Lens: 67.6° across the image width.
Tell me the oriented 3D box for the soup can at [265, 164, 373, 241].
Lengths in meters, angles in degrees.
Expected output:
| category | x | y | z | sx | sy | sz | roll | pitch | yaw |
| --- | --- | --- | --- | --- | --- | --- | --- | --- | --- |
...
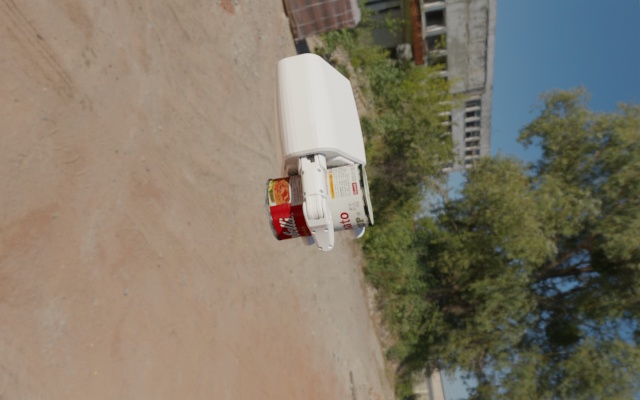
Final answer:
| category | x | y | z | sx | sy | sz | roll | pitch | yaw |
| --- | --- | --- | --- | --- | --- | --- | --- | --- | --- |
| soup can | 0.000 | 0.002 | 0.506 | 0.102 | 0.068 | 0.068 | -9 | -2 | 9 |
